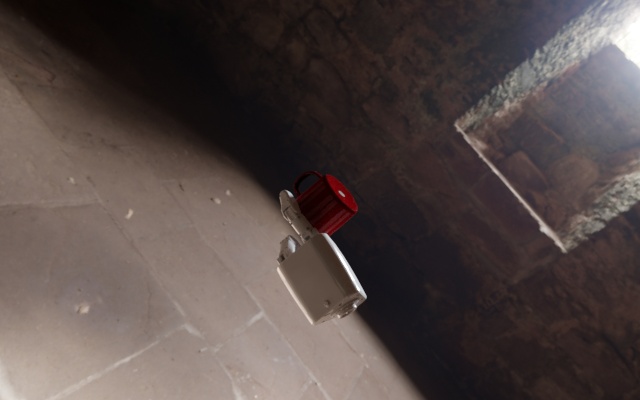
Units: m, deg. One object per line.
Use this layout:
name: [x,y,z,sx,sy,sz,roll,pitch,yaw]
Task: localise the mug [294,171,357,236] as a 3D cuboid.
mug: [0.000,0.001,0.788,0.081,0.117,0.093,-41,-23,18]
